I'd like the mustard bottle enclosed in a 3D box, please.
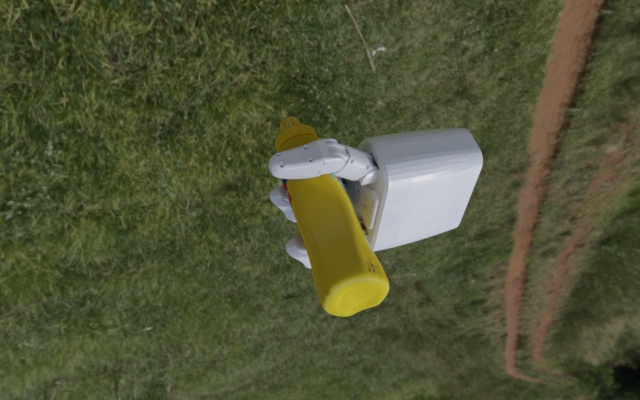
[{"bbox_3d":[0.000,0.002,0.427,0.058,0.191,0.096,-22,-27,3],"label":"mustard bottle"}]
